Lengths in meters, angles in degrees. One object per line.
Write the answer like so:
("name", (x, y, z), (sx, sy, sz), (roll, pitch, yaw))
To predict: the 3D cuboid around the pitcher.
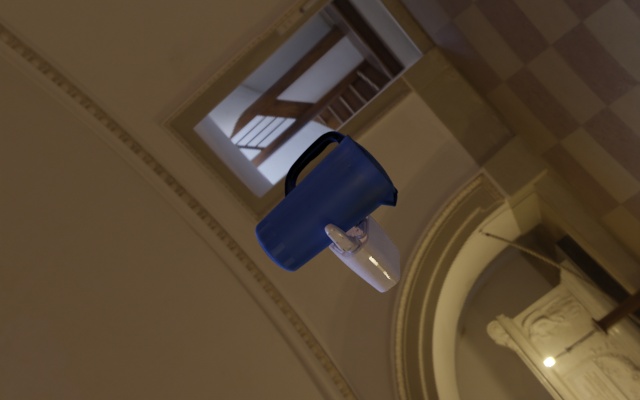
("pitcher", (0.000, 0.003, 0.839), (0.243, 0.145, 0.149), (-41, 22, 8))
